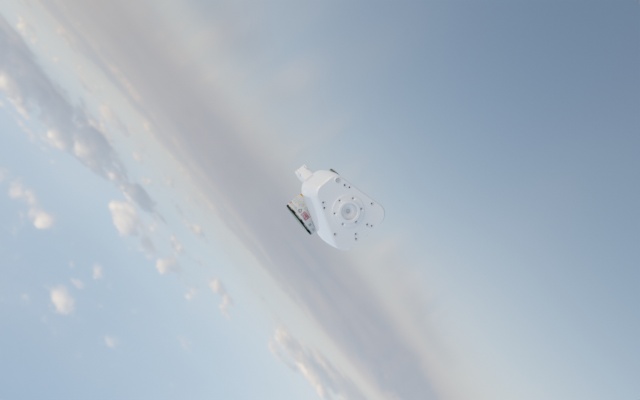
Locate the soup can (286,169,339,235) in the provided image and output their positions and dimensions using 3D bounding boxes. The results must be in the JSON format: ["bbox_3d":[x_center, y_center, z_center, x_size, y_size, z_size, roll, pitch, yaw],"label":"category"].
[{"bbox_3d":[0.000,0.003,0.825,0.102,0.068,0.068,-39,5,-6],"label":"soup can"}]
